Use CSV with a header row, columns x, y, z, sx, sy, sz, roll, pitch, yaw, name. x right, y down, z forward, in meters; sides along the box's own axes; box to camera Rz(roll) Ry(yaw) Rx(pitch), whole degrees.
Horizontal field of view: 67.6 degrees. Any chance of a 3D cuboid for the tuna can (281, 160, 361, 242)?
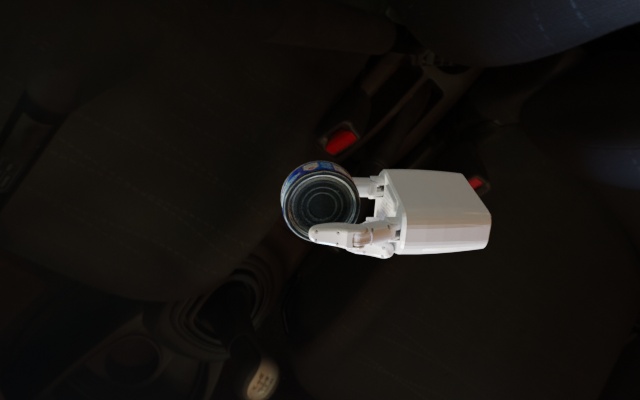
x,y,z,sx,sy,sz,roll,pitch,yaw,name
0.000,0.002,0.521,0.086,0.086,0.033,0,22,-7,tuna can
